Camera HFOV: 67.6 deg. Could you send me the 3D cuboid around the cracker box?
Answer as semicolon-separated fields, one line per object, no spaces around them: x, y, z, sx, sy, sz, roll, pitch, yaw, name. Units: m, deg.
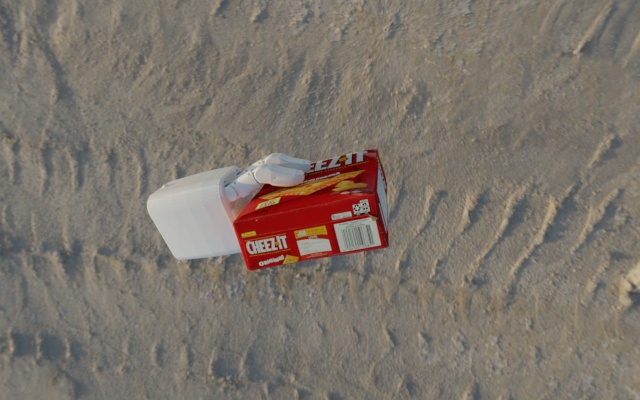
0.000;0.002;0.612;0.164;0.072;0.213;-11;17;11;cracker box
